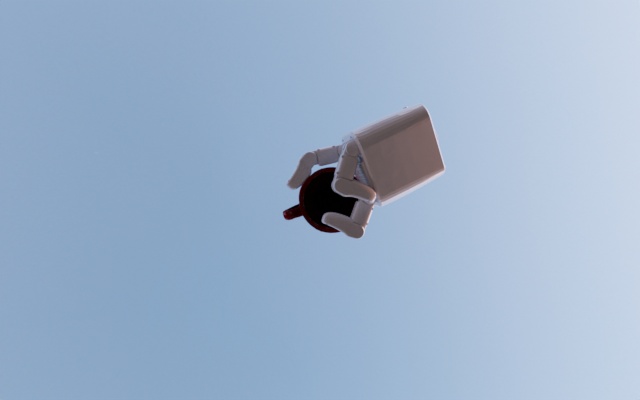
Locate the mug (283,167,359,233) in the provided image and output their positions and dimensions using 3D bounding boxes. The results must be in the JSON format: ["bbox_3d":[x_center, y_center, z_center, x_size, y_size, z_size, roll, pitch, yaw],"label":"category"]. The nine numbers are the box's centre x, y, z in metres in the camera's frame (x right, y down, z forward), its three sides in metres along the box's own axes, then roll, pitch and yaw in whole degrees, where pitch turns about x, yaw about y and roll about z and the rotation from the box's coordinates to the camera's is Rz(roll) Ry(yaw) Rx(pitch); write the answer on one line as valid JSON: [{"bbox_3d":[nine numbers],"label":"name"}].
[{"bbox_3d":[-0.001,0.003,0.705,0.117,0.093,0.081,-24,6,-6],"label":"mug"}]
